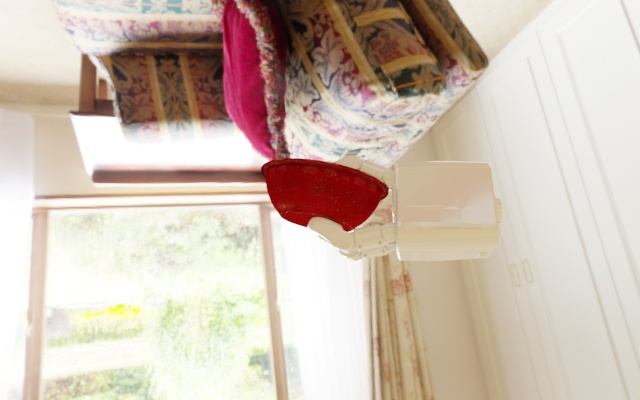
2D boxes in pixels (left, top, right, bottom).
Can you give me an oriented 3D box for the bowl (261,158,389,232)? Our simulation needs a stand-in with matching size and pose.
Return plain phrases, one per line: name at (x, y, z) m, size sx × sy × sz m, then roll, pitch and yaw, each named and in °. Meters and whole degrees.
bowl at (-0.001, 0.002, 0.589) m, size 0.162 × 0.055 × 0.162 m, roll 11°, pitch -14°, yaw 3°
